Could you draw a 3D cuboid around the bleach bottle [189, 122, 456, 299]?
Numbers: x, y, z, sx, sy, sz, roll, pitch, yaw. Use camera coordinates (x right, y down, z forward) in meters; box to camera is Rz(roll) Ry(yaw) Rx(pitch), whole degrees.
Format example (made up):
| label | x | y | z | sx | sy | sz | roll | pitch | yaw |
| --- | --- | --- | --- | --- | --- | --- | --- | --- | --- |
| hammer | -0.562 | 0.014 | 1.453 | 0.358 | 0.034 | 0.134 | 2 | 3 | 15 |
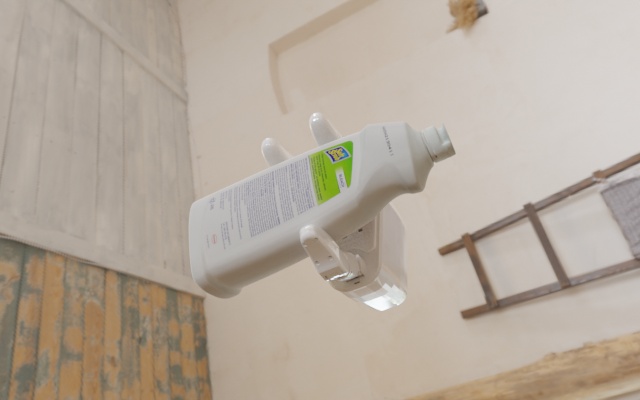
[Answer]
| label | x | y | z | sx | sy | sz | roll | pitch | yaw |
| --- | --- | --- | --- | --- | --- | --- | --- | --- | --- |
| bleach bottle | 0.000 | 0.001 | 0.435 | 0.251 | 0.102 | 0.068 | -23 | -33 | 17 |
